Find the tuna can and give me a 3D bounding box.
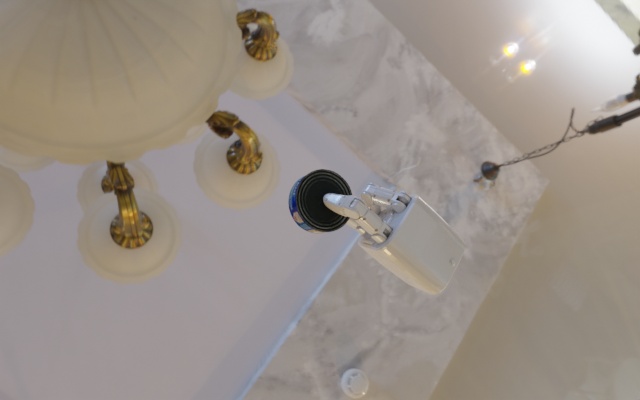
[{"bbox_3d":[0.000,0.002,0.656,0.086,0.086,0.034,0,-8,-25],"label":"tuna can"}]
